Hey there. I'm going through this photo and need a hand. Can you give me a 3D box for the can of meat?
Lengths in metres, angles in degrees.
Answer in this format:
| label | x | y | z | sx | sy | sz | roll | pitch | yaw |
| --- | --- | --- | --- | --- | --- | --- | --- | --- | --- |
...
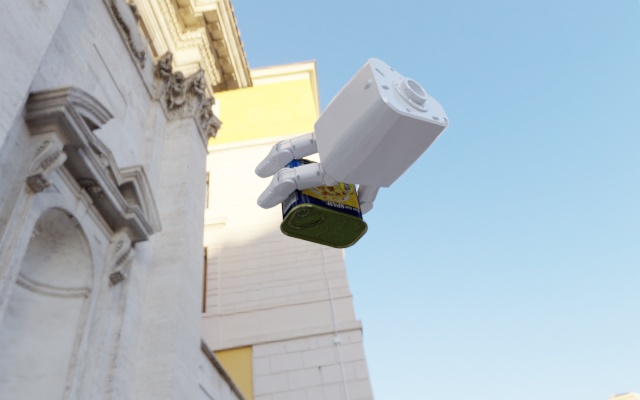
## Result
| label | x | y | z | sx | sy | sz | roll | pitch | yaw |
| --- | --- | --- | --- | --- | --- | --- | --- | --- | --- |
| can of meat | 0.000 | 0.002 | 0.577 | 0.102 | 0.083 | 0.057 | 16 | -47 | -27 |
